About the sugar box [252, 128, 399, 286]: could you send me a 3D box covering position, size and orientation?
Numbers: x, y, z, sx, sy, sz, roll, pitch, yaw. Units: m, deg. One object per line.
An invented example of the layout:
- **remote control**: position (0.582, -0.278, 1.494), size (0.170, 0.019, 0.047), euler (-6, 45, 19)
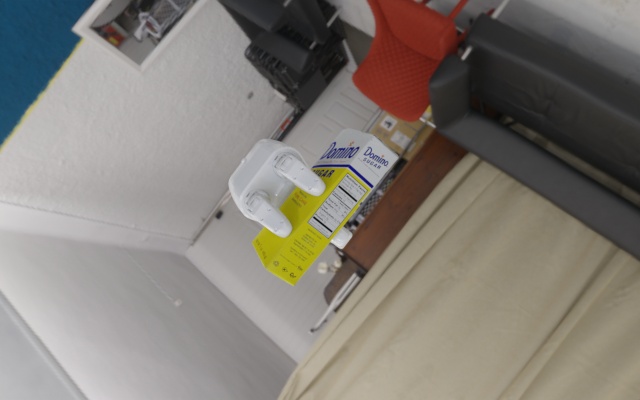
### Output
- **sugar box**: position (0.000, 0.001, 0.527), size (0.048, 0.176, 0.093), euler (36, 0, -22)
